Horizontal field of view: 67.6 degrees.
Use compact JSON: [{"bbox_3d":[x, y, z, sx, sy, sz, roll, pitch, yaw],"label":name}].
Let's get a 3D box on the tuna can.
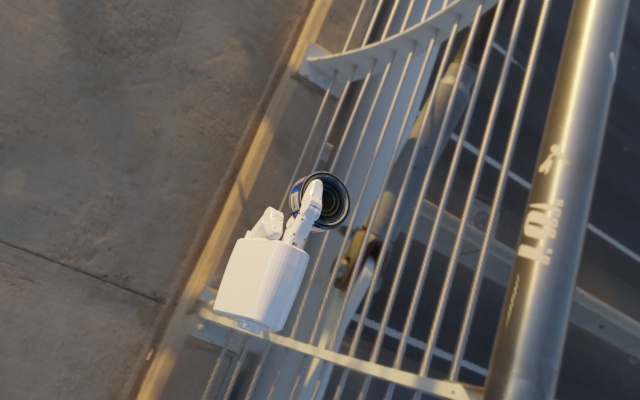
[{"bbox_3d":[0.000,0.002,0.686,0.086,0.086,0.034,0,-13,-30],"label":"tuna can"}]
